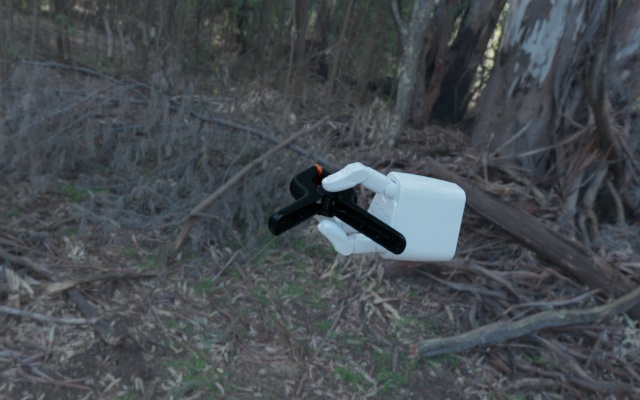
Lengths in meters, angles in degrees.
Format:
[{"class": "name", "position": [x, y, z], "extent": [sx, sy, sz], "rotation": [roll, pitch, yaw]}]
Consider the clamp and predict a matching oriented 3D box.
[{"class": "clamp", "position": [0.000, 0.001, 0.619], "extent": [0.164, 0.036, 0.210], "rotation": [8, 23, -20]}]
